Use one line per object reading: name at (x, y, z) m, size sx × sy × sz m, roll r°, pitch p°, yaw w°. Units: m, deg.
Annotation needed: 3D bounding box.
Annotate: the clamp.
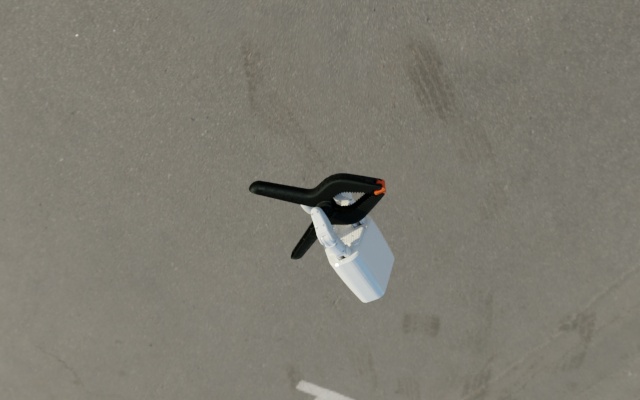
clamp at (0.001, 0.003, 0.766) m, size 0.210 × 0.165 × 0.036 m, roll -25°, pitch 30°, yaw 19°
